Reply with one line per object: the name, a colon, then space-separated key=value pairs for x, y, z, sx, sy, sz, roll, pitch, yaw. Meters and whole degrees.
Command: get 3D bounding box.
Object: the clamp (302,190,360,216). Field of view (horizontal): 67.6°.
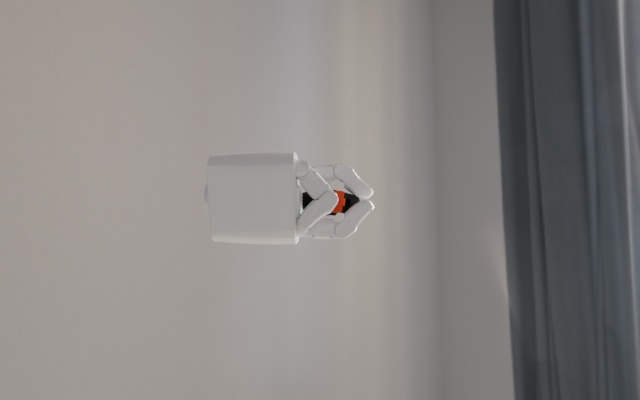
clamp: x=0.000 y=0.003 z=0.669 sx=0.120 sy=0.039 sz=0.171 roll=0 pitch=-5 yaw=0
